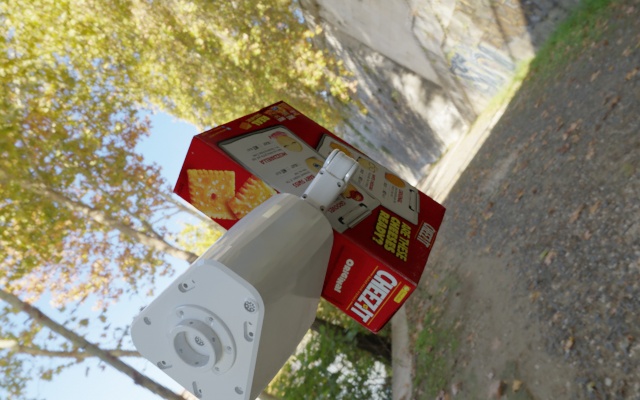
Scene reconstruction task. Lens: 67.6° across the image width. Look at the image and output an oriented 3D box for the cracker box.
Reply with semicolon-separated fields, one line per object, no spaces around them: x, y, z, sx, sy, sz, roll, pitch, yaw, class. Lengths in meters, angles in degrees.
0.000;0.001;0.452;0.213;0.072;0.164;35;30;7;cracker box
